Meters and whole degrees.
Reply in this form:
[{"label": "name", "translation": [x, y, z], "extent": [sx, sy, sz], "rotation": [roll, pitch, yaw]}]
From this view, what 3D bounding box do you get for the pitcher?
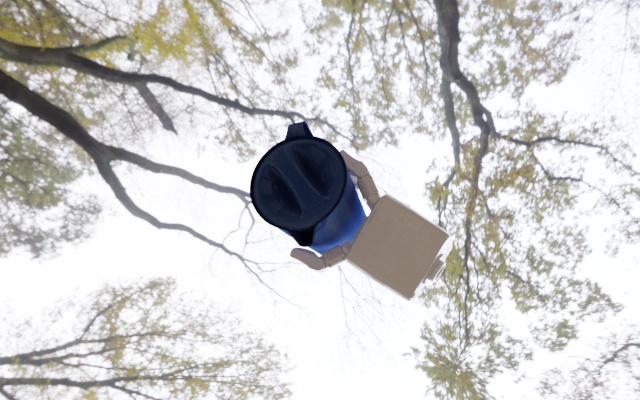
[{"label": "pitcher", "translation": [0.000, 0.003, 0.722], "extent": [0.145, 0.149, 0.243], "rotation": [34, -7, 24]}]
